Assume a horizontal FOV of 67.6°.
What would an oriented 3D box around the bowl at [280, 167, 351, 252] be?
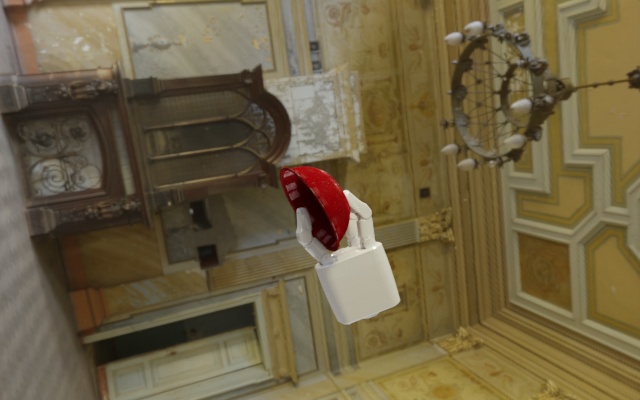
[{"bbox_3d":[0.000,0.001,0.785,0.055,0.162,0.162,-34,11,-17],"label":"bowl"}]
